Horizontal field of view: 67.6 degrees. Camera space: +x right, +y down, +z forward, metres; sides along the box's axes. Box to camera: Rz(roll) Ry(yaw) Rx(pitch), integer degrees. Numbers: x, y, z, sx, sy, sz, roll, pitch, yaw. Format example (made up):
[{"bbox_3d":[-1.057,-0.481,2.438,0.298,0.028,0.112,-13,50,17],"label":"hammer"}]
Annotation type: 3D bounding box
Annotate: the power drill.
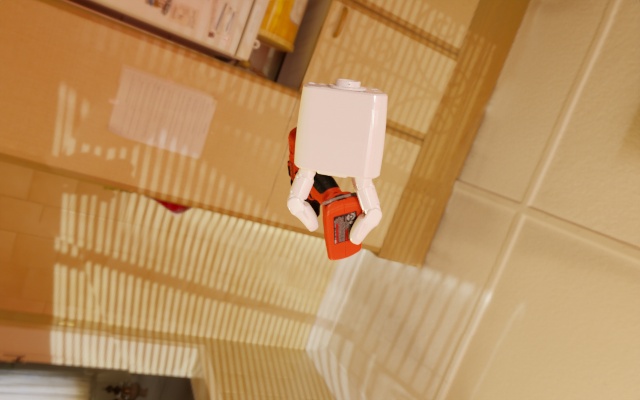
[{"bbox_3d":[0.000,0.002,0.730,0.057,0.185,0.187,-18,42,-15],"label":"power drill"}]
